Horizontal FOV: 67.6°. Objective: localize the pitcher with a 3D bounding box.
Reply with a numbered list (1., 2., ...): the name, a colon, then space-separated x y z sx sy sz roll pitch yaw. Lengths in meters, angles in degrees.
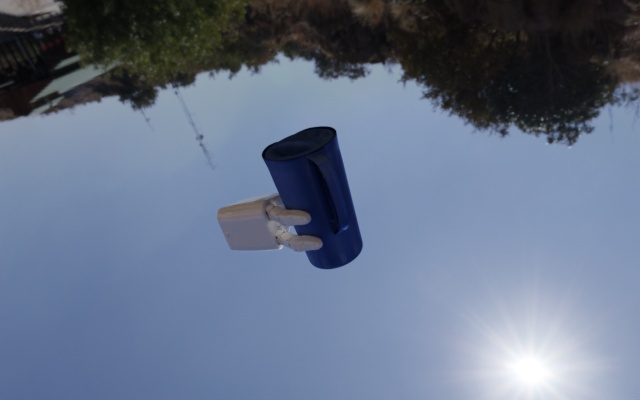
1. pitcher: 0.000 0.003 0.847 0.145 0.243 0.149 -7 28 24
